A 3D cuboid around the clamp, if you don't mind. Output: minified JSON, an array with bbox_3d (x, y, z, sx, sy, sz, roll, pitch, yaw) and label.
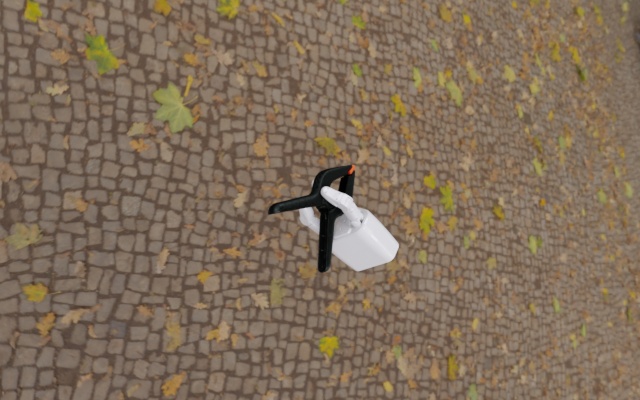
[{"bbox_3d":[0.001,0.003,0.878,0.036,0.210,0.165,-6,-43,48],"label":"clamp"}]
